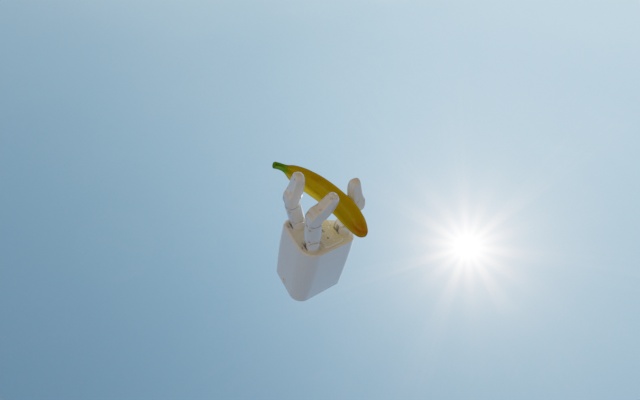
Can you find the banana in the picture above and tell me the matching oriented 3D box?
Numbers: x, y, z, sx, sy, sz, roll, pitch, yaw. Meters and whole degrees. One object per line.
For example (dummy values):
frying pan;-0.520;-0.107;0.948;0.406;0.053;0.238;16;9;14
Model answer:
banana;0.009;-0.003;0.757;0.197;0.037;0.069;36;30;25
